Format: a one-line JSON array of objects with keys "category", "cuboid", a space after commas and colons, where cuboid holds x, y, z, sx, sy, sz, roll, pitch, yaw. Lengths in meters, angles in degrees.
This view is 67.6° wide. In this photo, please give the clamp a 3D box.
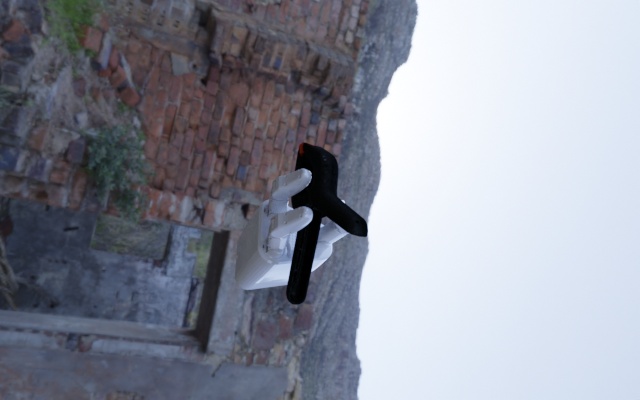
[{"category": "clamp", "cuboid": [0.001, 0.002, 0.585, 0.036, 0.209, 0.165, 15, -37, -26]}]
